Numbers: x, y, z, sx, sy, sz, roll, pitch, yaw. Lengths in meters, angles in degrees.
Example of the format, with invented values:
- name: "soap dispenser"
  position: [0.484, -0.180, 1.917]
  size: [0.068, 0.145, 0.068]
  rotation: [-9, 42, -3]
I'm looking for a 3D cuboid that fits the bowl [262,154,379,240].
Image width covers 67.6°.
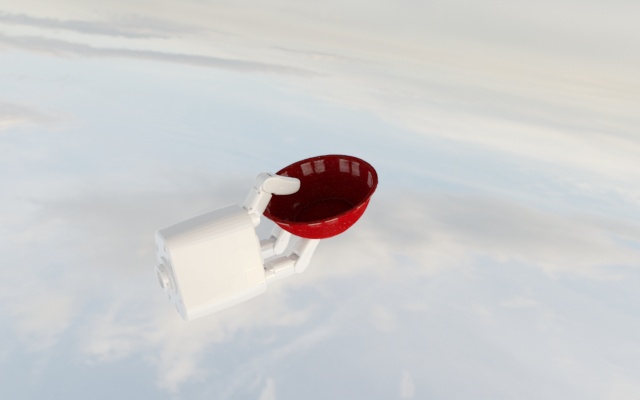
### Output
- name: "bowl"
  position: [0.001, 0.002, 0.637]
  size: [0.162, 0.055, 0.162]
  rotation: [-10, 34, 7]
